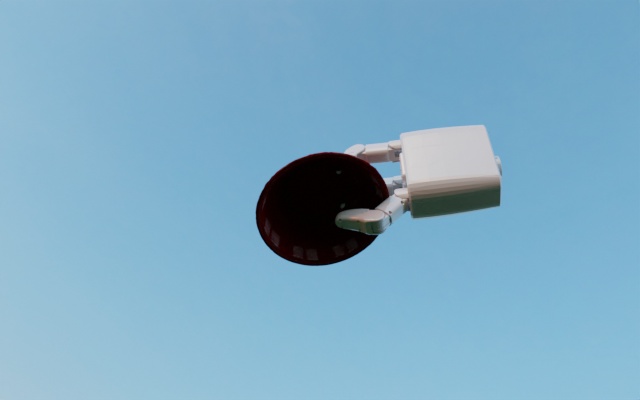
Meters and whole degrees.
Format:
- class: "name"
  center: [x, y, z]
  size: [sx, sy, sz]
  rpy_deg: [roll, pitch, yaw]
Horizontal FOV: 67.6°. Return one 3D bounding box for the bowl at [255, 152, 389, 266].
- class: "bowl"
  center: [-0.001, 0.002, 0.585]
  size: [0.162, 0.162, 0.055]
  rpy_deg: [0, 32, -12]
